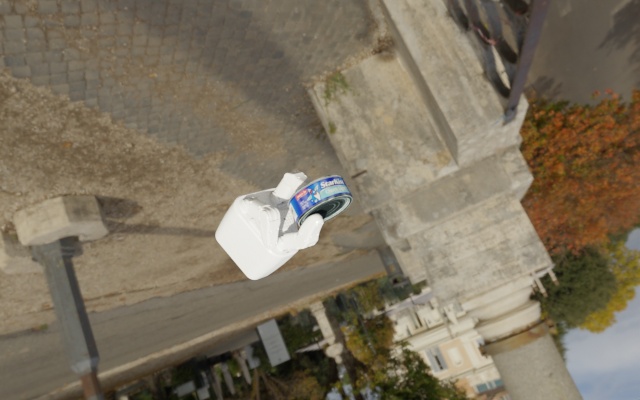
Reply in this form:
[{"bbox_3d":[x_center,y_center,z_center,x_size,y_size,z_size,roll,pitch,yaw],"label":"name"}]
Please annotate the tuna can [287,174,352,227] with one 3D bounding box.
[{"bbox_3d":[0.000,0.003,0.655,0.086,0.033,0.086,-24,-19,-9],"label":"tuna can"}]
